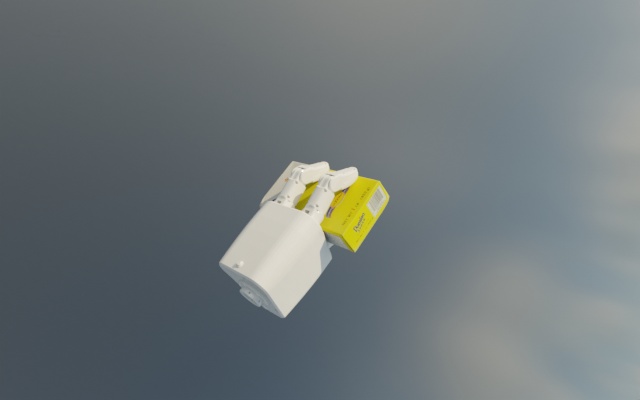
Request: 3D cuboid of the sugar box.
[{"bbox_3d":[0.000,0.002,0.669,0.176,0.093,0.048,17,-27,42],"label":"sugar box"}]
